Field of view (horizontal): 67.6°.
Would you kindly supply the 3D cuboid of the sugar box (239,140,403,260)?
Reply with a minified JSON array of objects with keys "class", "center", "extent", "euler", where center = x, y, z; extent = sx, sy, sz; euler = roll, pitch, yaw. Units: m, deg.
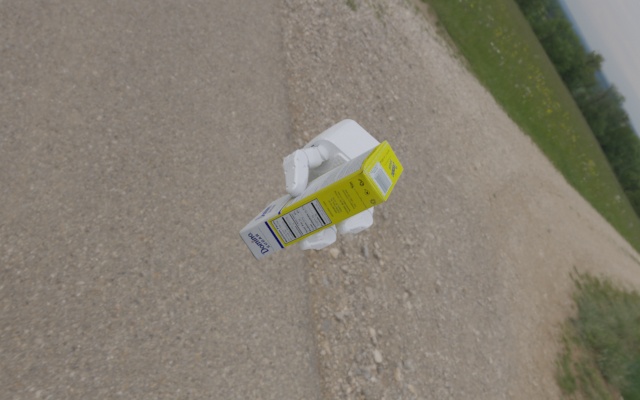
[{"class":"sugar box","center":[0.001,0.002,0.536],"extent":[0.176,0.048,0.093],"euler":[-29,10,31]}]
